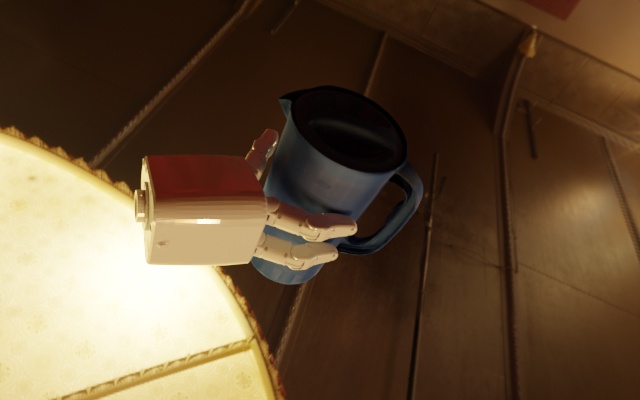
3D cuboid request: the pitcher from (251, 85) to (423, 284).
[{"bbox_3d":[0.000,0.002,0.571,0.145,0.149,0.243,1,-40,-26],"label":"pitcher"}]
